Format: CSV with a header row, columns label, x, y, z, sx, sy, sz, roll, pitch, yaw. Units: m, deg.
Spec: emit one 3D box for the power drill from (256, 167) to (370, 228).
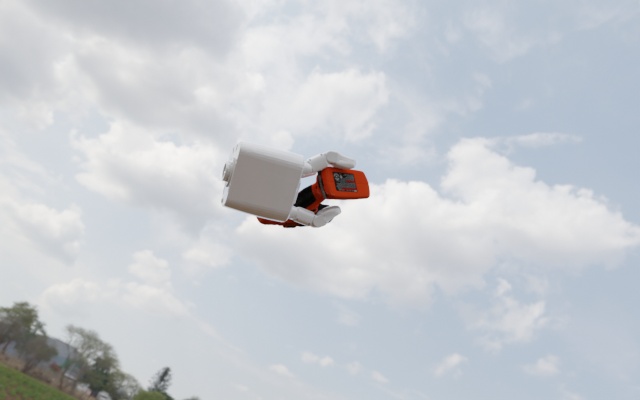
label,x,y,z,sx,sy,sz,roll,pitch,yaw
power drill,0.000,0.003,0.880,0.184,0.057,0.188,1,-22,-43
